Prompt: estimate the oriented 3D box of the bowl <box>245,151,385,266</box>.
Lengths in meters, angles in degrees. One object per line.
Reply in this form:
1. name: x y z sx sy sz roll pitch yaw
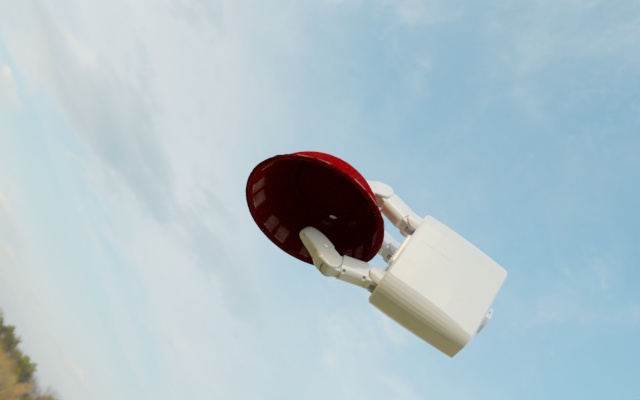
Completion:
1. bowl: -0.001 0.001 0.530 0.162 0.162 0.055 0 39 28
